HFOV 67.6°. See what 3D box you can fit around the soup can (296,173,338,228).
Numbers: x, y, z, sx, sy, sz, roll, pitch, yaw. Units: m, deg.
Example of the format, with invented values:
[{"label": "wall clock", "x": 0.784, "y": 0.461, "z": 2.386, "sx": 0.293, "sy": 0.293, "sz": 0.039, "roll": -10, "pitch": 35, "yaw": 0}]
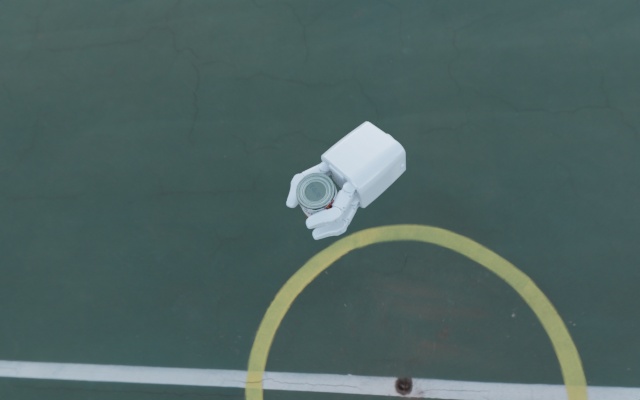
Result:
[{"label": "soup can", "x": 0.000, "y": 0.003, "z": 0.824, "sx": 0.068, "sy": 0.068, "sz": 0.102, "roll": 0, "pitch": -22, "yaw": 10}]
